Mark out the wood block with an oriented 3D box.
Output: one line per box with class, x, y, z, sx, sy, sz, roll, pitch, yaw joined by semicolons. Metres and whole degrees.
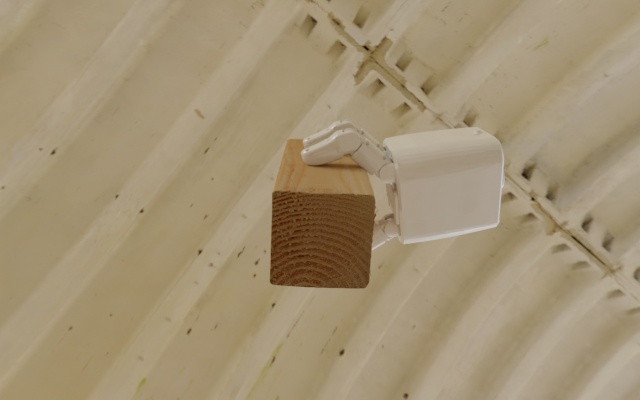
wood block;0.000;0.002;0.505;0.090;0.091;0.206;2;19;-1
